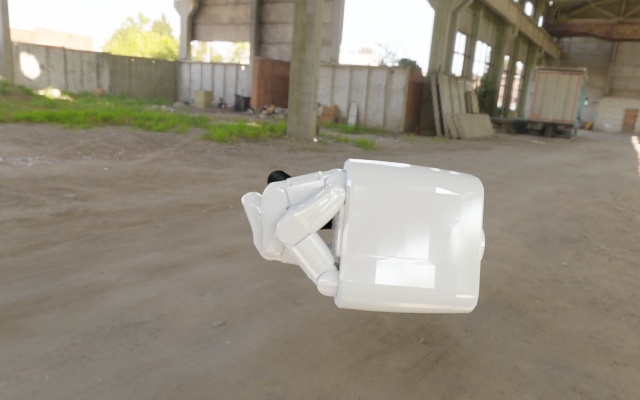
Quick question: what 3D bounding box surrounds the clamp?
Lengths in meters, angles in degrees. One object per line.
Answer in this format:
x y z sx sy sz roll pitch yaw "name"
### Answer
0.000 0.001 0.477 0.120 0.039 0.171 6 13 -2 "clamp"
